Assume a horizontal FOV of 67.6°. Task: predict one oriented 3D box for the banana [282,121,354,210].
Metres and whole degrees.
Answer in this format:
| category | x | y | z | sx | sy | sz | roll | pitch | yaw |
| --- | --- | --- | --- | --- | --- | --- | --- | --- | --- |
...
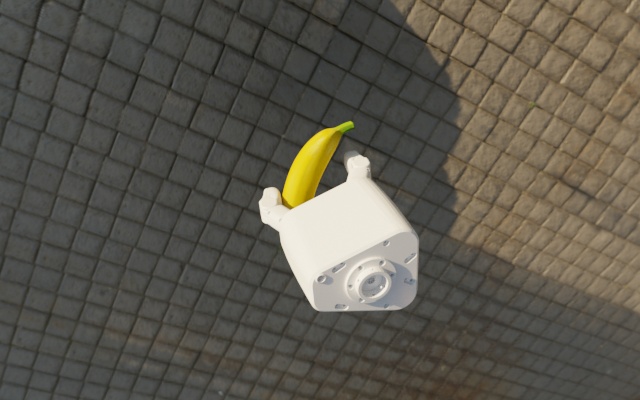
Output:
| category | x | y | z | sx | sy | sz | roll | pitch | yaw |
| --- | --- | --- | --- | --- | --- | --- | --- | --- | --- |
| banana | -0.015 | -0.003 | 0.574 | 0.069 | 0.198 | 0.037 | 8 | 23 | -31 |
